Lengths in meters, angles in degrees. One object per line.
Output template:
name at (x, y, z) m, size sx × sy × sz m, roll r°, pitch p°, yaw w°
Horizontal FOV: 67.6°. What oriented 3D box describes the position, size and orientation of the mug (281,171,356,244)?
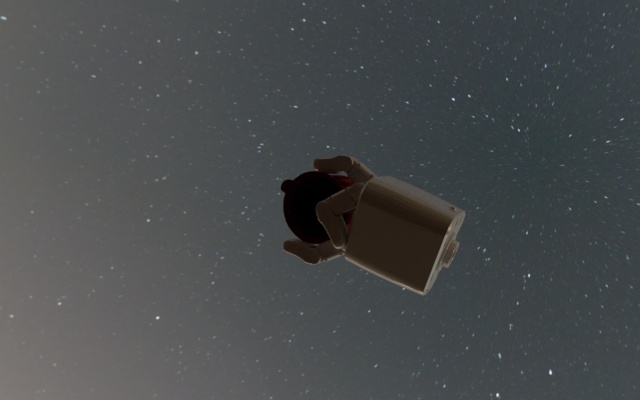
mug at (-0.001, 0.002, 0.643) m, size 0.117 × 0.093 × 0.081 m, roll 26°, pitch 14°, yaw 22°
